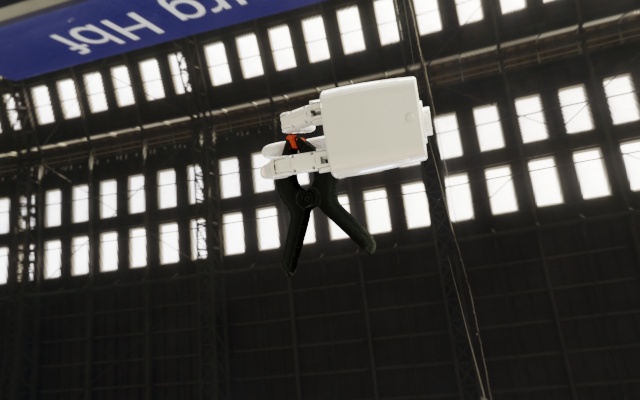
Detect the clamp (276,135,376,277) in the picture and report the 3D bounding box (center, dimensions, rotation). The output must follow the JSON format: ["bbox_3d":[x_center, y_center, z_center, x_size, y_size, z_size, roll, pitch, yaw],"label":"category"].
[{"bbox_3d":[0.000,0.002,0.576,0.120,0.171,0.039,-8,-2,13],"label":"clamp"}]
